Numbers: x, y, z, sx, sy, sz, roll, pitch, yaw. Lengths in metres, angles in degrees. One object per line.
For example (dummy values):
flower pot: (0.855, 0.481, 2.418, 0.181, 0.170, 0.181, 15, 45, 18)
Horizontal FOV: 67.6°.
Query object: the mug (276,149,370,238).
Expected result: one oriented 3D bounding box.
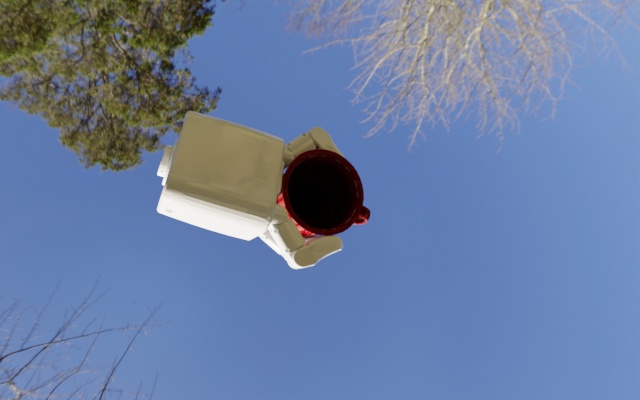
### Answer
mug: (0.001, 0.002, 0.541, 0.117, 0.093, 0.081, 18, -17, -18)
